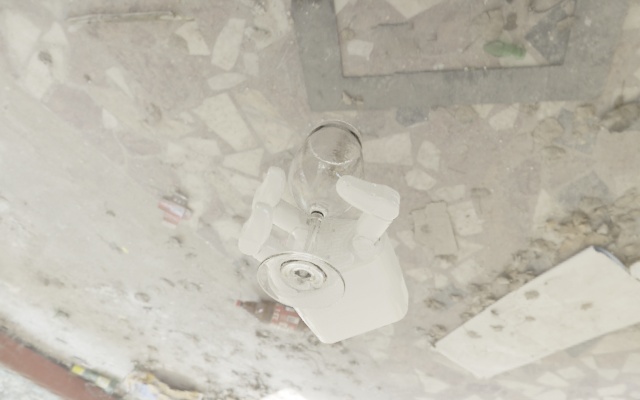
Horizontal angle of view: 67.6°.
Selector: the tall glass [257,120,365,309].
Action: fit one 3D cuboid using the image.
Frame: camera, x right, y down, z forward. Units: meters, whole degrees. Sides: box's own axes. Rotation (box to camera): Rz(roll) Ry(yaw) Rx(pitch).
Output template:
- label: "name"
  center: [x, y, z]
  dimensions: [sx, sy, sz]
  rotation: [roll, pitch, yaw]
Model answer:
- label: "tall glass"
  center: [0.000, 0.002, 0.464]
  dimensions: [0.079, 0.079, 0.201]
  rotation: [0, 42, 13]
